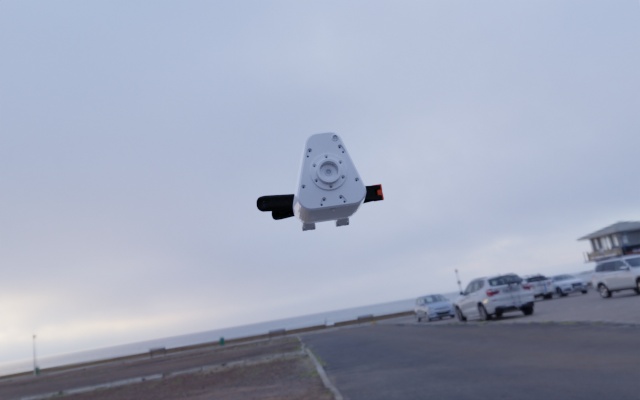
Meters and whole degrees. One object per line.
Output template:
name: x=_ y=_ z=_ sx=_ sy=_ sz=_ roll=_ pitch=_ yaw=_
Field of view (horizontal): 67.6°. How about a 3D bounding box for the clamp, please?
clamp: x=0.001 y=0.002 z=0.816 sx=0.210 sy=0.036 sz=0.164 roll=-8 pitch=-7 yaw=-5
